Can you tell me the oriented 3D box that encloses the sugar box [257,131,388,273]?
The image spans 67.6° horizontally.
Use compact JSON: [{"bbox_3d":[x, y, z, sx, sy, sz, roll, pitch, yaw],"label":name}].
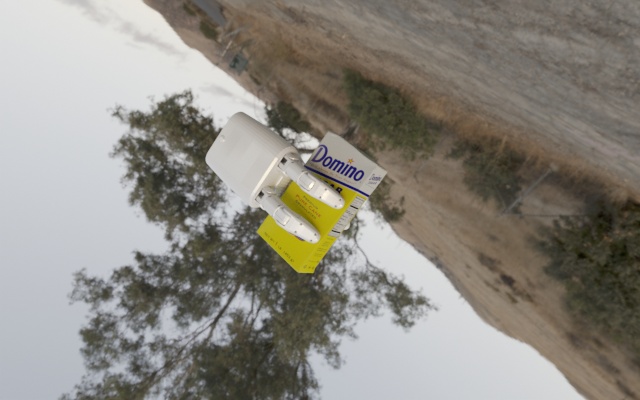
[{"bbox_3d":[0.000,0.002,0.646,0.093,0.176,0.048,40,11,27],"label":"sugar box"}]
